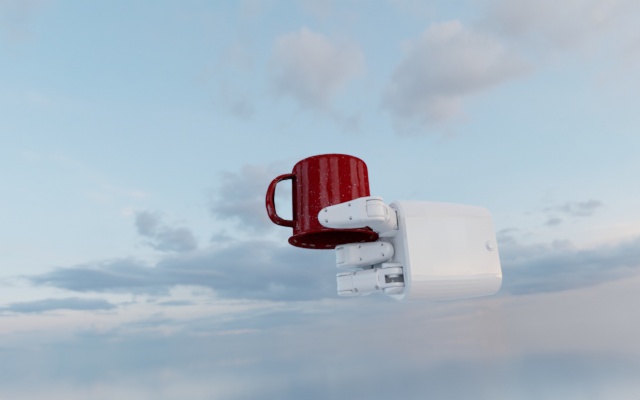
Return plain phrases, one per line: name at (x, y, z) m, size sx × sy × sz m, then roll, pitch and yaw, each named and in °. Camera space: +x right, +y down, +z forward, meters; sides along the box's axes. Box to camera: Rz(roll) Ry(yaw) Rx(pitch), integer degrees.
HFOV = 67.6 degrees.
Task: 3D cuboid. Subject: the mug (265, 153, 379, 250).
mug at (-0.001, 0.001, 0.491) m, size 0.117 × 0.081 × 0.093 m, roll 4°, pitch -18°, yaw -20°
